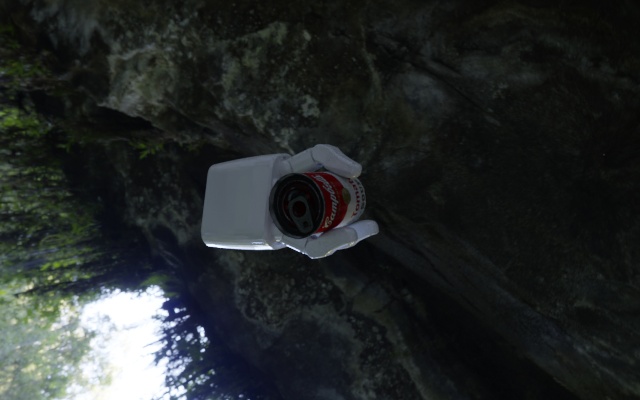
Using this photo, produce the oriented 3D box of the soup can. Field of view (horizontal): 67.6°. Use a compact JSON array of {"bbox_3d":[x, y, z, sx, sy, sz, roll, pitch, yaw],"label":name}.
[{"bbox_3d":[0.001,0.002,0.527,0.068,0.068,0.102,0,5,30],"label":"soup can"}]
